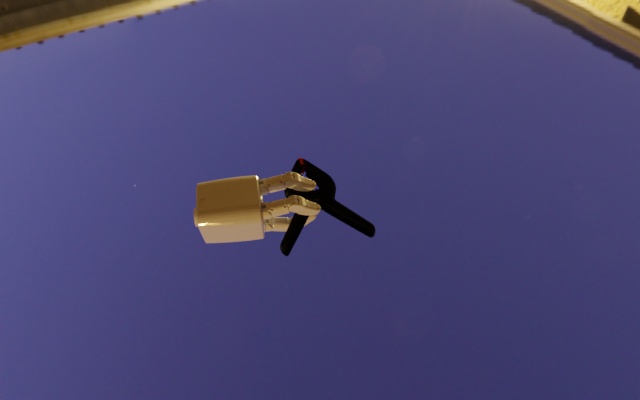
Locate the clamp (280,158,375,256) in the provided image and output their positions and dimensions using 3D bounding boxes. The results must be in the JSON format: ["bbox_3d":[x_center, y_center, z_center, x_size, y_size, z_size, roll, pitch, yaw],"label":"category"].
[{"bbox_3d":[0.000,0.003,0.857,0.164,0.209,0.036,-5,-41,-8],"label":"clamp"}]
